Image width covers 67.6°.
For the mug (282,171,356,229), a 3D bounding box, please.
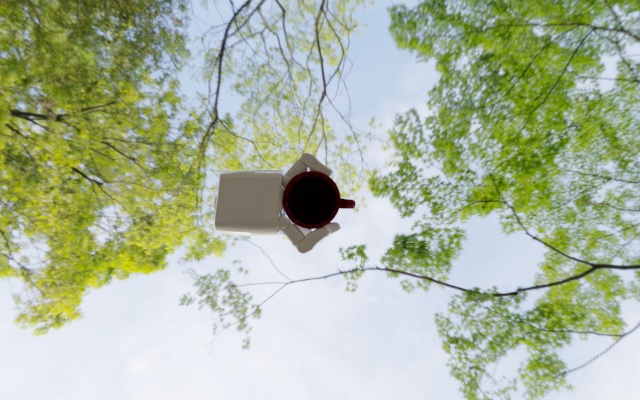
[{"bbox_3d":[0.002,0.003,0.795,0.117,0.093,0.081,1,-5,4],"label":"mug"}]
